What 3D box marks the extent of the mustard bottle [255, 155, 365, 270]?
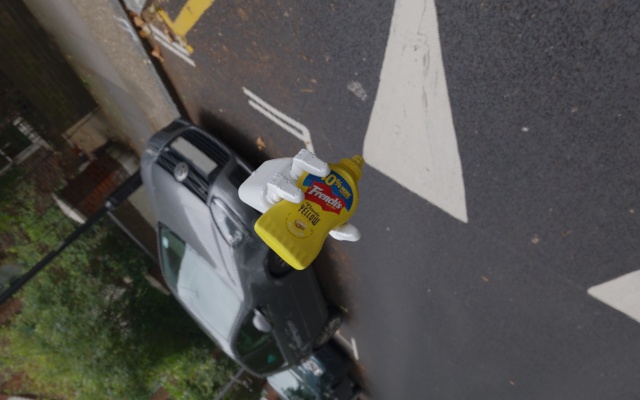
[{"bbox_3d":[0.000,0.002,0.702,0.096,0.191,0.058,43,-19,0],"label":"mustard bottle"}]
